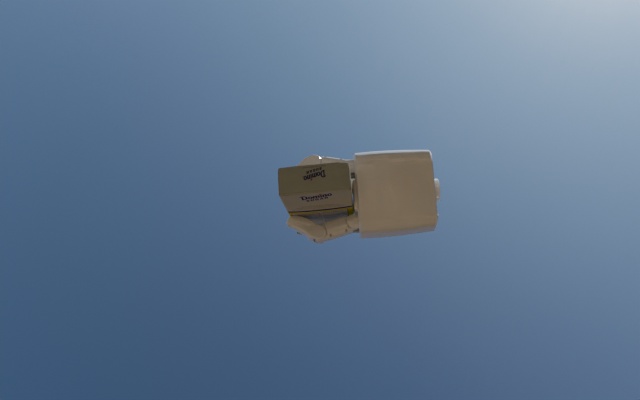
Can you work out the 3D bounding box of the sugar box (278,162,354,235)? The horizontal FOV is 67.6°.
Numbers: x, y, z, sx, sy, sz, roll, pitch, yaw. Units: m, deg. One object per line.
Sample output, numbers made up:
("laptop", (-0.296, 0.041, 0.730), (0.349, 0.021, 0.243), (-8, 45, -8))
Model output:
("sugar box", (0.000, 0.002, 0.675), (0.093, 0.048, 0.176), (-5, -23, 3))
